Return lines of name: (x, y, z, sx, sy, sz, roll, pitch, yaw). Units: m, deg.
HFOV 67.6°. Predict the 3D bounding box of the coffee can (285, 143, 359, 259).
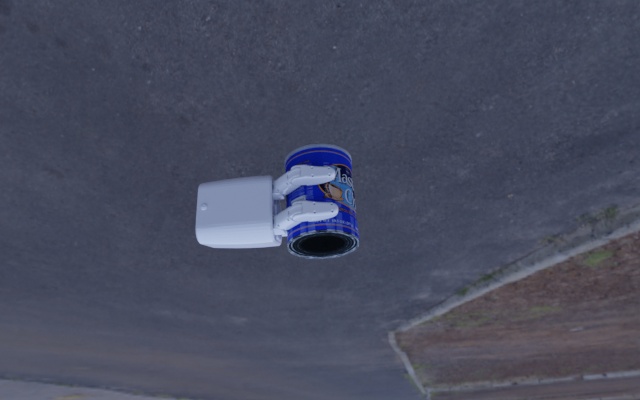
coffee can: (0.000, 0.002, 0.700, 0.103, 0.140, 0.103, -3, -27, -1)
